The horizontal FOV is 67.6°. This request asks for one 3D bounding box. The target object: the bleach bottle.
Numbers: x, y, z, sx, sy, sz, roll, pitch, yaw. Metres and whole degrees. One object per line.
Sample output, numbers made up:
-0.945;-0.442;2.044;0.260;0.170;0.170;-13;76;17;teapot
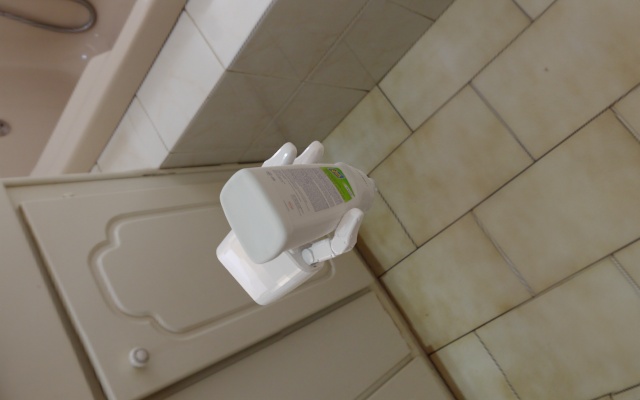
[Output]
0.000;0.002;0.593;0.068;0.102;0.251;-42;-19;33;bleach bottle
